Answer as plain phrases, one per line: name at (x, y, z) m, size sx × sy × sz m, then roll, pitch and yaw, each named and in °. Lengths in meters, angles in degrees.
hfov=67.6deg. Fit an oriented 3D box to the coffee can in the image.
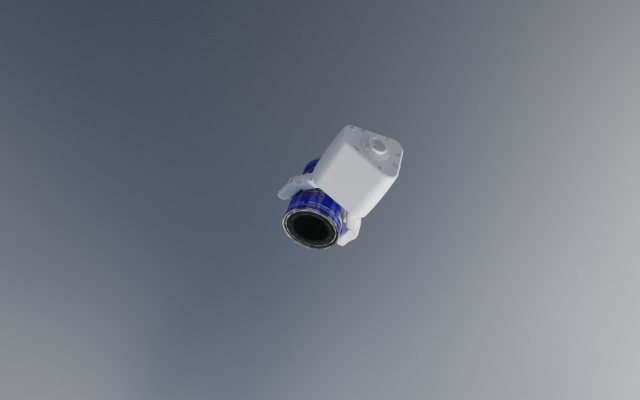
coffee can at (0.000, 0.003, 0.866) m, size 0.103 × 0.103 × 0.140 m, roll 0°, pitch 43°, yaw 20°
